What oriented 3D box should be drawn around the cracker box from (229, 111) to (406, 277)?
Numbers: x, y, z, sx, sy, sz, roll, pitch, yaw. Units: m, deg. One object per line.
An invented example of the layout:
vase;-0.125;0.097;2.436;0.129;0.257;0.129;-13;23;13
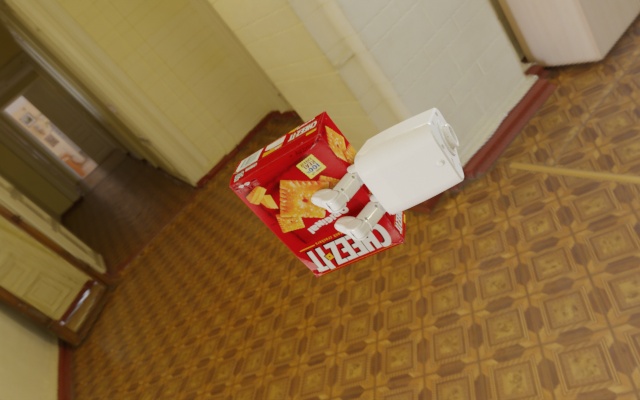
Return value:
cracker box;0.000;0.002;0.692;0.164;0.214;0.072;-26;29;28
